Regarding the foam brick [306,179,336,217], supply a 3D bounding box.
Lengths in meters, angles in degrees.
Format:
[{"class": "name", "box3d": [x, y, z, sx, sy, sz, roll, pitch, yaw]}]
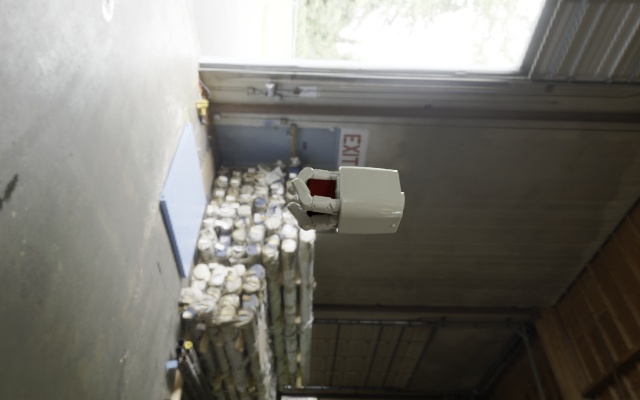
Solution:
[{"class": "foam brick", "box3d": [0.000, 0.003, 0.864, 0.051, 0.053, 0.078, 3, -28, 0]}]
